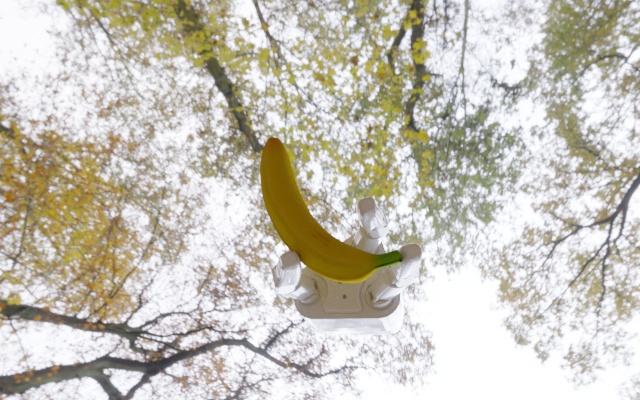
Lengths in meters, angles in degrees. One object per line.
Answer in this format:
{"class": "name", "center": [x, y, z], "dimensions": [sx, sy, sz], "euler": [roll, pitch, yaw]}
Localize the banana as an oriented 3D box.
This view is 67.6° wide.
{"class": "banana", "center": [-0.012, 0.016, 0.460], "dimensions": [0.197, 0.069, 0.037], "euler": [45, -9, 29]}
